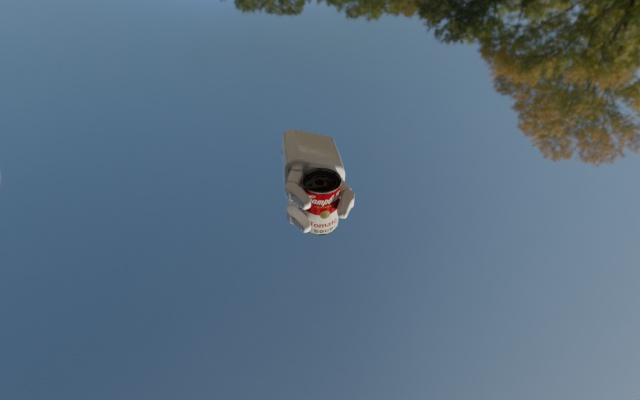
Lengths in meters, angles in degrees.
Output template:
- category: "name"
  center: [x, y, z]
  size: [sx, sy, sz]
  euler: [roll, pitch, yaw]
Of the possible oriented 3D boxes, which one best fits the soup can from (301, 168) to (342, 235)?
- category: "soup can"
  center: [0.000, 0.003, 0.837]
  size: [0.068, 0.102, 0.068]
  euler: [1, 42, -1]
